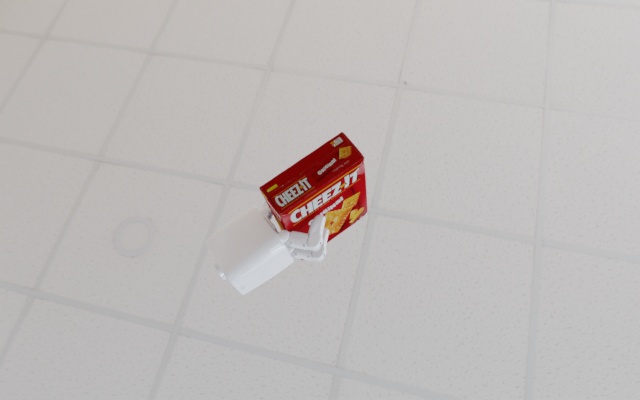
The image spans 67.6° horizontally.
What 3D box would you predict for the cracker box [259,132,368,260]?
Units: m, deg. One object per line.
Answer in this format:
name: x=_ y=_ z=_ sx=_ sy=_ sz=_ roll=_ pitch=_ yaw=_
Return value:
cracker box: x=0.000 y=0.003 z=0.833 sx=0.164 sy=0.072 sz=0.214 roll=-35 pitch=-24 yaw=-10
